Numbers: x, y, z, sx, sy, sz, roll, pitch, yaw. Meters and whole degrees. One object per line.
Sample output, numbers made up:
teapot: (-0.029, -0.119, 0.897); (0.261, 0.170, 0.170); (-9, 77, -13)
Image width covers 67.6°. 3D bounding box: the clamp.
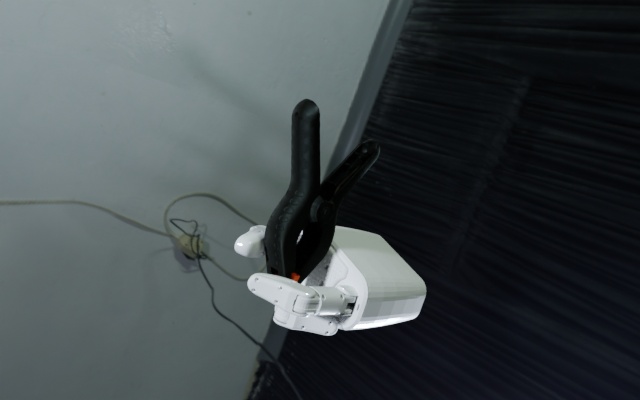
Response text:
clamp: (0.000, 0.002, 0.446); (0.120, 0.171, 0.039); (9, 13, -44)
